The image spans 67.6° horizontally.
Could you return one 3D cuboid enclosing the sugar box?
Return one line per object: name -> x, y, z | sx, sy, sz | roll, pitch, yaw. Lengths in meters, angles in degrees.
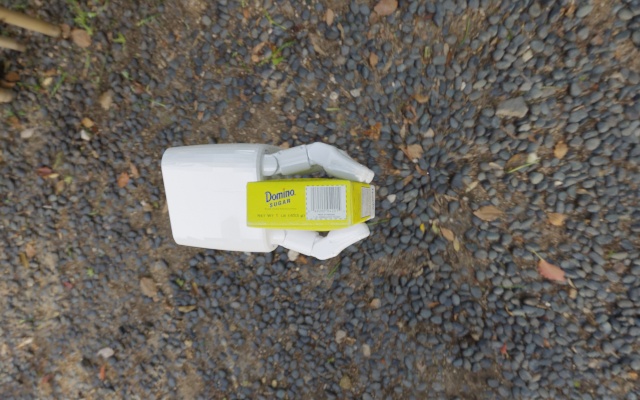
sugar box -> 0.000, 0.001, 0.479 | 0.093, 0.048, 0.176 | 0, 3, 12
